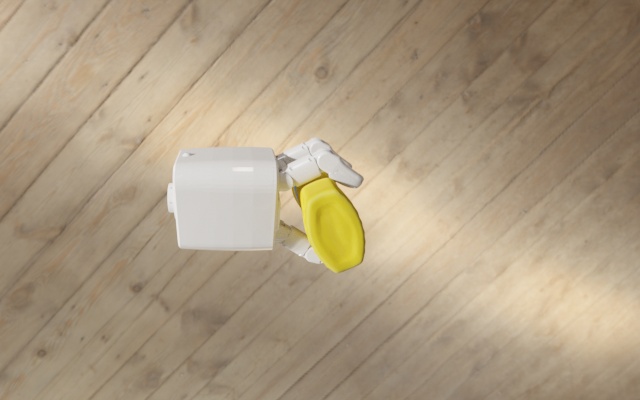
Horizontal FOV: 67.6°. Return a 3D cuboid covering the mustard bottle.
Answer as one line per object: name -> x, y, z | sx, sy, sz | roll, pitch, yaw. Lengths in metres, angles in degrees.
mustard bottle -> 0.000, 0.002, 0.569 | 0.058, 0.096, 0.191 | -24, 22, -1
